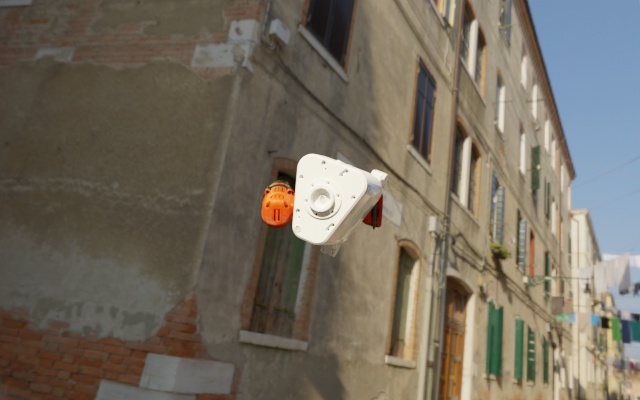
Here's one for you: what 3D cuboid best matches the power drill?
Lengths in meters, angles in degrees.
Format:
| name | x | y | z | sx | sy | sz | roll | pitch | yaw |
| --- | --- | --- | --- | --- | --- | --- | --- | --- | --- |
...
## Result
| name | x | y | z | sx | sy | sz | roll | pitch | yaw |
| --- | --- | --- | --- | --- | --- | --- | --- | --- | --- |
| power drill | 0.001 | 0.003 | 0.773 | 0.187 | 0.057 | 0.184 | -1 | 15 | -2 |
